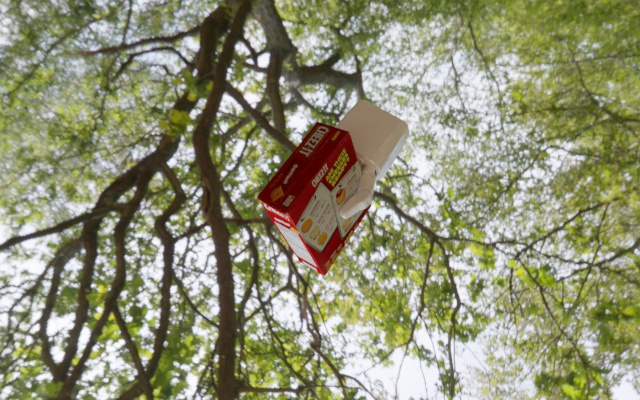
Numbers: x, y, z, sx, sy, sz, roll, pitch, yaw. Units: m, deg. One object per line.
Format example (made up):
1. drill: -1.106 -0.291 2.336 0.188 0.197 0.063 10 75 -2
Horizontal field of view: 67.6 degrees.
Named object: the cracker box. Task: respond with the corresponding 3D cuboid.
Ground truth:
1. cracker box: 0.000 0.003 0.792 0.072 0.164 0.214 24 -23 30
